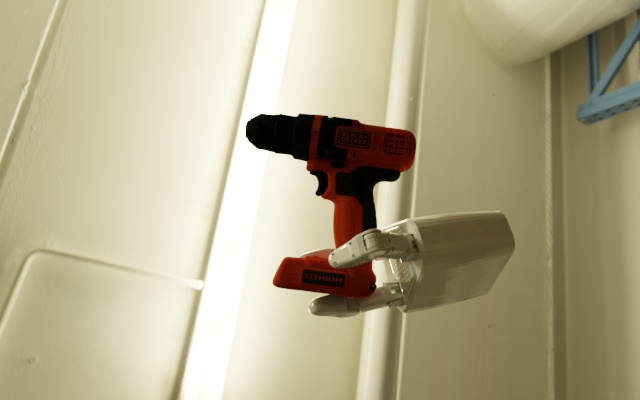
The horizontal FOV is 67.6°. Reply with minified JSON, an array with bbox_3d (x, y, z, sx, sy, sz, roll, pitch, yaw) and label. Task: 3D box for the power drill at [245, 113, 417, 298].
[{"bbox_3d":[0.000,0.002,0.502,0.184,0.187,0.057,8,-6,5],"label":"power drill"}]
